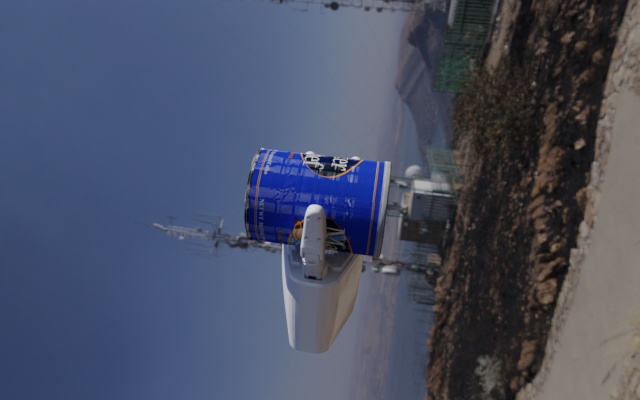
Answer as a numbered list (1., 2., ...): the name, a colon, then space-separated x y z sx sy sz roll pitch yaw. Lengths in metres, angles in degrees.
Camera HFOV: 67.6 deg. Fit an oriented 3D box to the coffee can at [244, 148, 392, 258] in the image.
1. coffee can: 0.000 0.002 0.514 0.140 0.103 0.103 7 1 6
